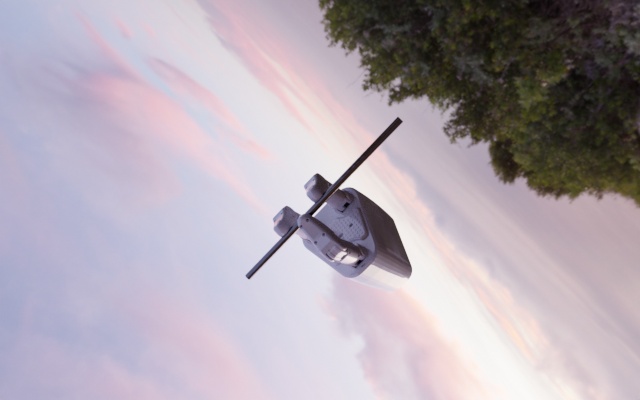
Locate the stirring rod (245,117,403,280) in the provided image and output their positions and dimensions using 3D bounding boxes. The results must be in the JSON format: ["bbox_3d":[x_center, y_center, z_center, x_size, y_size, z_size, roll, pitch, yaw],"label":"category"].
[{"bbox_3d":[0.000,0.002,0.512,0.011,0.239,0.011,42,12,-11],"label":"stirring rod"}]
